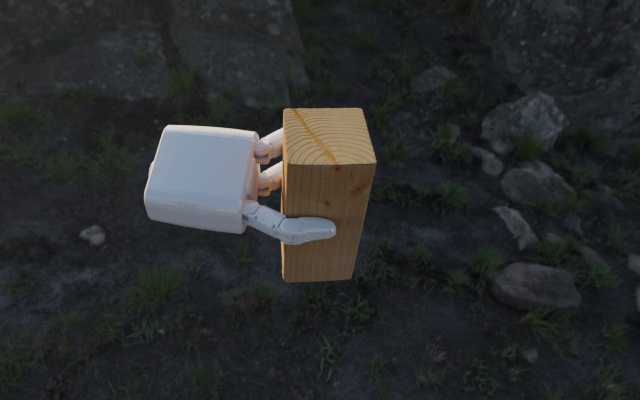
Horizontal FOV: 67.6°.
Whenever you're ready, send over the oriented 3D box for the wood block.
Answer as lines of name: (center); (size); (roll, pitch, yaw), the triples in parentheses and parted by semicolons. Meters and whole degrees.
wood block: (0.000, 0.002, 0.565); (0.090, 0.090, 0.206); (-1, -42, -7)
